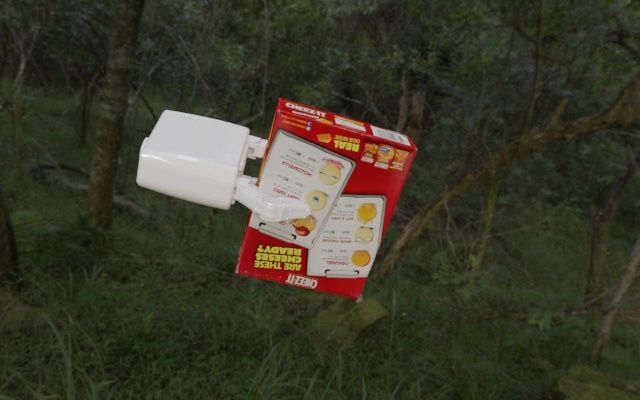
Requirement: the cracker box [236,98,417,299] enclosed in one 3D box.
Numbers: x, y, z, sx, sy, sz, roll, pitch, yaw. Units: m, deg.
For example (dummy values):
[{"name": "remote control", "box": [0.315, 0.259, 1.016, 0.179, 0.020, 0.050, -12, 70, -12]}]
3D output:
[{"name": "cracker box", "box": [0.000, 0.002, 0.587, 0.164, 0.214, 0.072, 14, 24, -9]}]
